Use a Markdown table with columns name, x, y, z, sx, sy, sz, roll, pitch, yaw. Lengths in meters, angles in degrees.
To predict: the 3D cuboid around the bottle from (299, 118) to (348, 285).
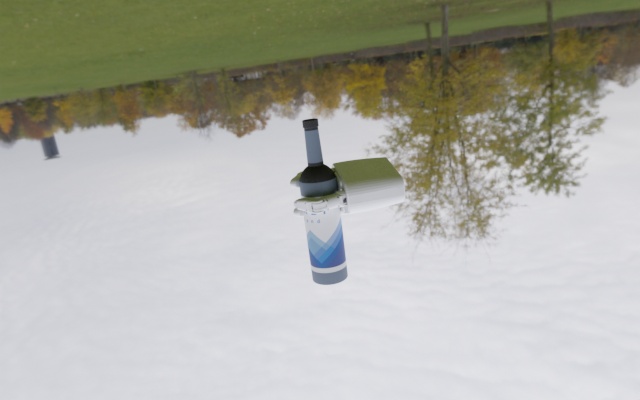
| name | x | y | z | sx | sy | sz | roll | pitch | yaw |
| --- | --- | --- | --- | --- | --- | --- | --- | --- | --- |
| bottle | 0.000 | 0.003 | 0.852 | 0.069 | 0.296 | 0.069 | -7 | 15 | 2 |
